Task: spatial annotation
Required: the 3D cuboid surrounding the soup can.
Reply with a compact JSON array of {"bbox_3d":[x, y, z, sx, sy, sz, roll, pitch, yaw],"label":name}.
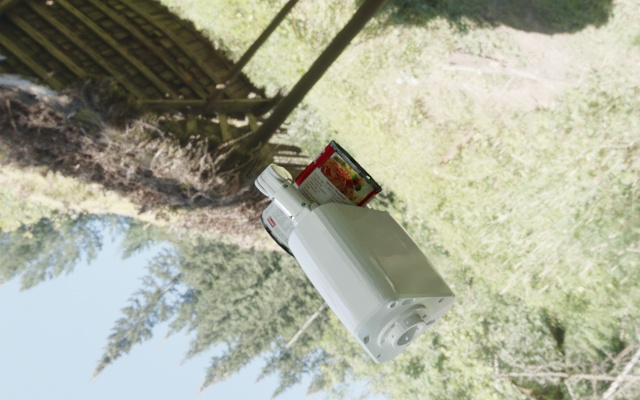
[{"bbox_3d":[0.000,0.001,0.461,0.068,0.102,0.068,43,10,-9],"label":"soup can"}]
